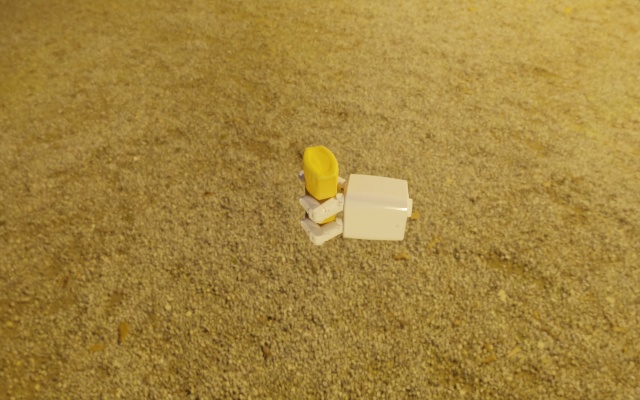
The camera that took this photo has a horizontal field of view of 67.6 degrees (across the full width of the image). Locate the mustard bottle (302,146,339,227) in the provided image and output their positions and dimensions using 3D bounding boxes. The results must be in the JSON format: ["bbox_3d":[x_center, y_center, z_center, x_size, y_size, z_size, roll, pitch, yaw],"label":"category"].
[{"bbox_3d":[0.000,0.003,0.868,0.058,0.192,0.096,-12,43,-12],"label":"mustard bottle"}]
